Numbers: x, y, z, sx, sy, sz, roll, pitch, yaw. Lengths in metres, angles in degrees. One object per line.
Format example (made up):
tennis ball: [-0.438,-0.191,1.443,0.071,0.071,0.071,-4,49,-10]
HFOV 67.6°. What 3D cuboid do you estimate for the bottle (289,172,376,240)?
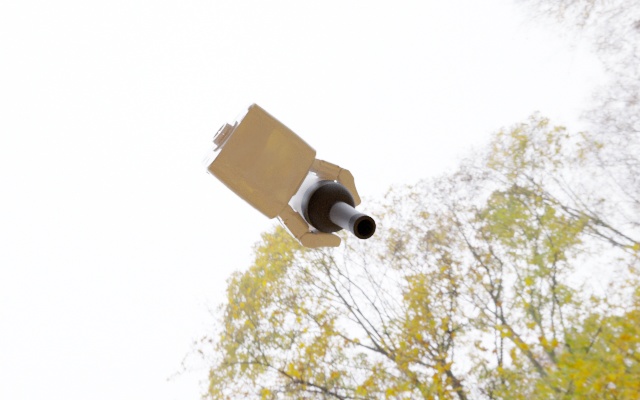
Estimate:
bottle: [0.000,0.002,0.648,0.069,0.069,0.295,0,11,-19]
